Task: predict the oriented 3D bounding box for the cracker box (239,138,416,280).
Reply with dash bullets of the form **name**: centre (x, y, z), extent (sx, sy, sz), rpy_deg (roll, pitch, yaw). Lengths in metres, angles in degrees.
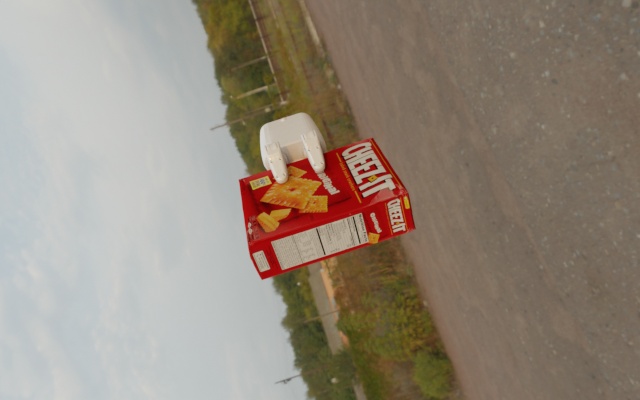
- **cracker box**: centre (0.000, 0.002, 0.663), extent (0.213, 0.072, 0.164), rpy_deg (-18, 35, -1)
